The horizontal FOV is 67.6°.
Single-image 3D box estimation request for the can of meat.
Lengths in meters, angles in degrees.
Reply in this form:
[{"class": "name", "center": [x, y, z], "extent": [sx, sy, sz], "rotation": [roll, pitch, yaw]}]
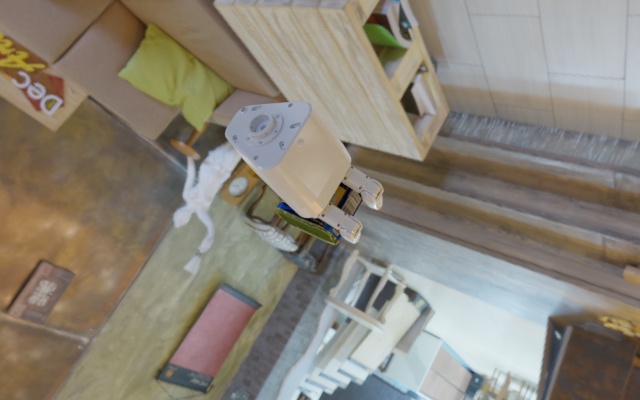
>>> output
[{"class": "can of meat", "center": [0.000, 0.002, 0.640], "extent": [0.102, 0.084, 0.057], "rotation": [22, -17, 33]}]
